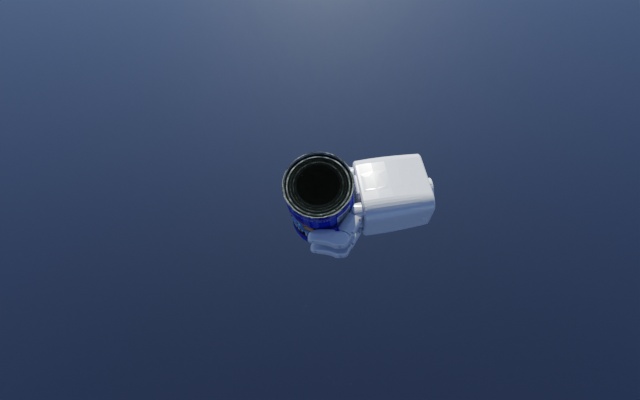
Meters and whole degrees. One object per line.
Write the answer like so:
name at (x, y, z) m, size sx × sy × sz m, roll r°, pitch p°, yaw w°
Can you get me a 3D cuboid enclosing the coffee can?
coffee can at (0.000, 0.002, 0.733) m, size 0.103 × 0.102 × 0.140 m, roll 0°, pitch -21°, yaw 3°
